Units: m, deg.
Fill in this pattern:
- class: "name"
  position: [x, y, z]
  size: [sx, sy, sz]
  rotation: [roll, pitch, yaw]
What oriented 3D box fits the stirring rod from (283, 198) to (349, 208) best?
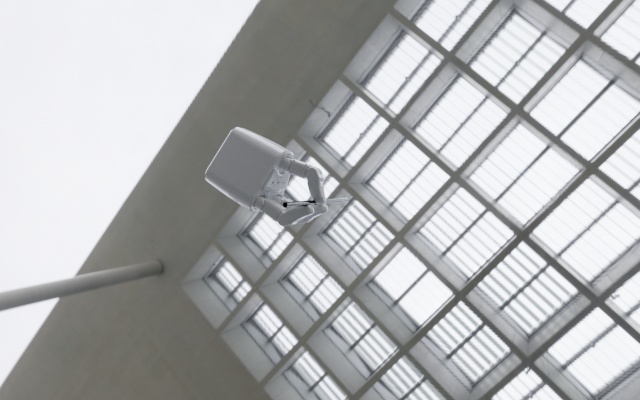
- class: "stirring rod"
  position: [0.000, 0.002, 0.774]
  size: [0.011, 0.011, 0.239]
  rotation: [0, 2, 24]
